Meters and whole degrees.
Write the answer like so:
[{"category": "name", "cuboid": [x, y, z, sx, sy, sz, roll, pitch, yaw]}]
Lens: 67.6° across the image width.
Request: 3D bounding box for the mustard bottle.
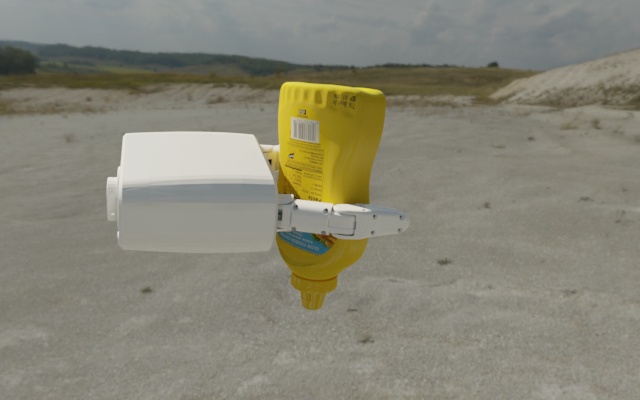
[{"category": "mustard bottle", "cuboid": [0.000, 0.001, 0.401, 0.058, 0.192, 0.096, -8, 19, -44]}]
